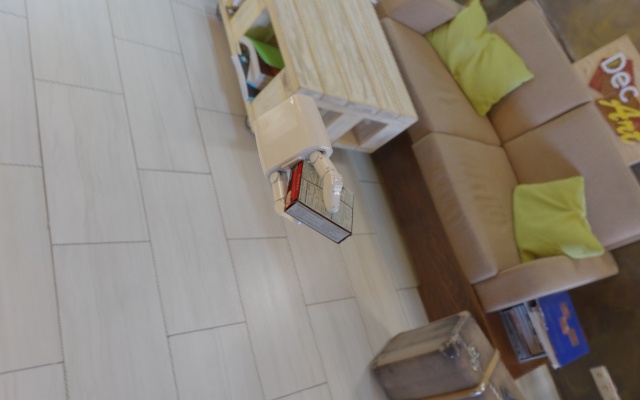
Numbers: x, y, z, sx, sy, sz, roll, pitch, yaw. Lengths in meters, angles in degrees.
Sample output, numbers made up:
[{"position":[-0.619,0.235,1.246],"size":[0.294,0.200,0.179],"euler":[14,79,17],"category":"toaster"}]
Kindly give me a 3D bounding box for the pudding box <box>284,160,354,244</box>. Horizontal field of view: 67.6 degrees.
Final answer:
[{"position":[0.000,0.002,0.743],"size":[0.113,0.090,0.039],"euler":[31,-47,-25],"category":"pudding box"}]
